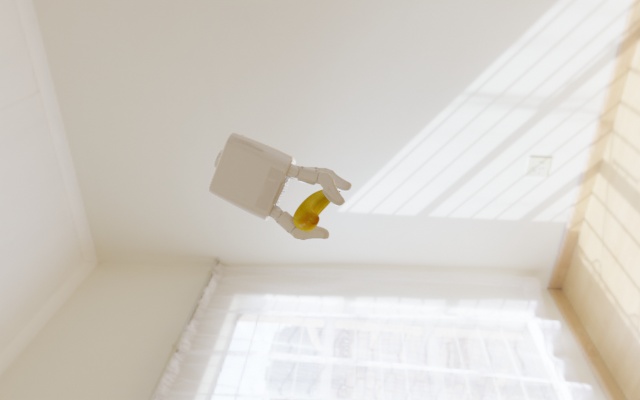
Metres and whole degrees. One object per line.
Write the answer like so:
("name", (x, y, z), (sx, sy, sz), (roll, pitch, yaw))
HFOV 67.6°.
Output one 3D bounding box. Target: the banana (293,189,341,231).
("banana", (-0.012, 0.013, 0.767), (0.070, 0.037, 0.197), (-42, 4, 22))
